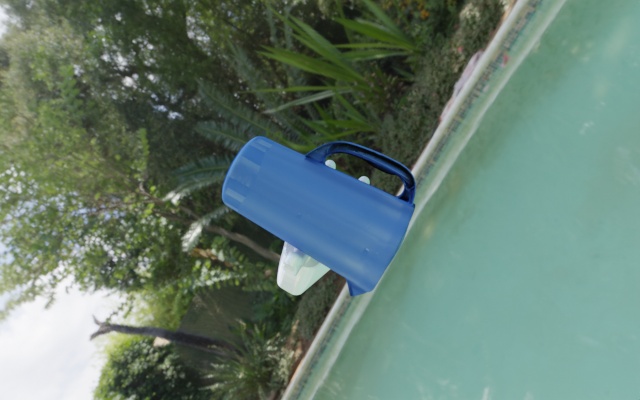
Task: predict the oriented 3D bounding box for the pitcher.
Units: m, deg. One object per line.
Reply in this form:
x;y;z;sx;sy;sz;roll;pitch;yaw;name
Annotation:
0.000;0.002;0.646;0.243;0.149;0.145;28;-35;6;pitcher
